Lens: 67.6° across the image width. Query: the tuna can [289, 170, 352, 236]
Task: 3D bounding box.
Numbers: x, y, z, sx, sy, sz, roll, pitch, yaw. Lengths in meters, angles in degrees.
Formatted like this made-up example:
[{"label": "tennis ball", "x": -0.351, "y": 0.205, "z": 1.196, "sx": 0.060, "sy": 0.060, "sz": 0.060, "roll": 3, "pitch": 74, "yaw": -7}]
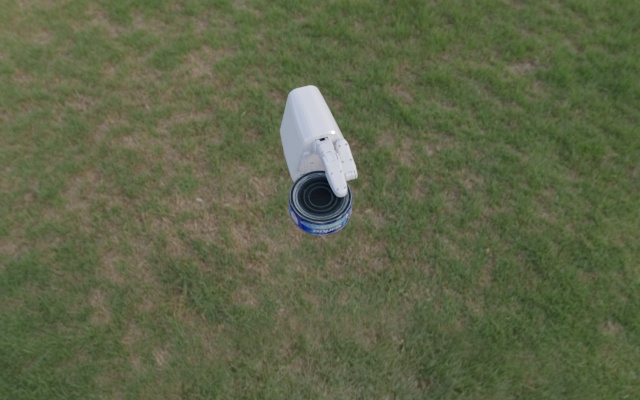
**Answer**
[{"label": "tuna can", "x": 0.000, "y": 0.002, "z": 0.641, "sx": 0.086, "sy": 0.086, "sz": 0.034, "roll": 0, "pitch": -32, "yaw": -1}]
